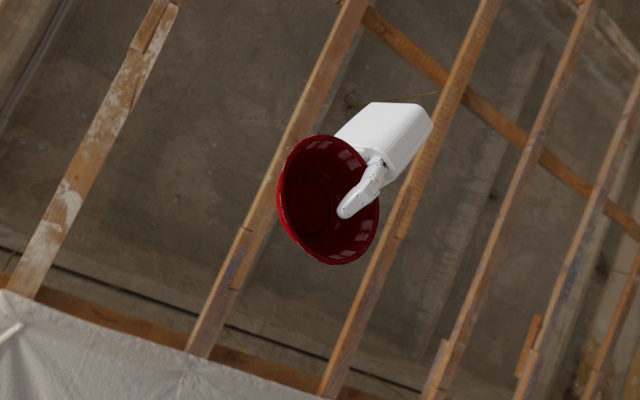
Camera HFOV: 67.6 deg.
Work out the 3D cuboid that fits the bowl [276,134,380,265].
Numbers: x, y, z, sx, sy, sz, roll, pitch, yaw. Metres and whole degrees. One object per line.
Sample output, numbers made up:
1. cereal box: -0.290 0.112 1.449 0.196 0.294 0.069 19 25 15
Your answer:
1. bowl: -0.001 0.003 0.598 0.162 0.162 0.055 0 -10 -42
